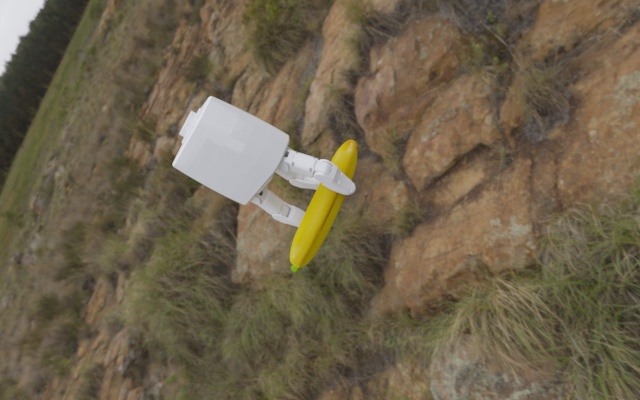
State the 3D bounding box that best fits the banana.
[{"bbox_3d":[0.002,0.007,0.626,0.037,0.198,0.069,26,0,-13],"label":"banana"}]
